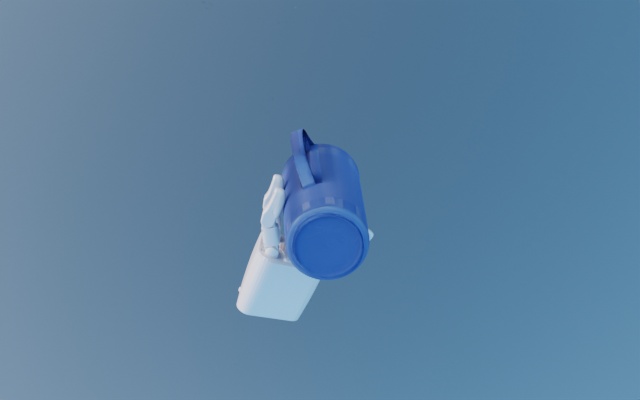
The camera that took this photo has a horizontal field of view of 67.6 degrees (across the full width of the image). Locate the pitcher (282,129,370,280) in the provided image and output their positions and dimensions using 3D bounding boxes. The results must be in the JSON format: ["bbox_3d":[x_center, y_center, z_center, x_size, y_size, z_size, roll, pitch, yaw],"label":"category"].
[{"bbox_3d":[0.000,0.002,0.705,0.149,0.145,0.242,22,20,-11],"label":"pitcher"}]
